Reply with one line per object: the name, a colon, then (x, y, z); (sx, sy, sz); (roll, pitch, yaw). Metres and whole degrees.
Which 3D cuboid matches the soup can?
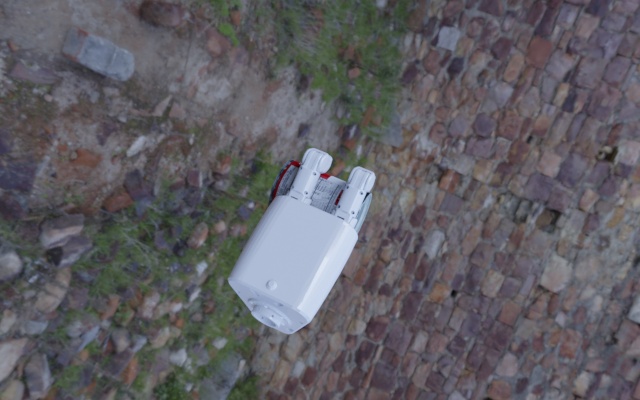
soup can: (0.001, 0.002, 0.554); (0.102, 0.068, 0.068); (23, 5, 13)
